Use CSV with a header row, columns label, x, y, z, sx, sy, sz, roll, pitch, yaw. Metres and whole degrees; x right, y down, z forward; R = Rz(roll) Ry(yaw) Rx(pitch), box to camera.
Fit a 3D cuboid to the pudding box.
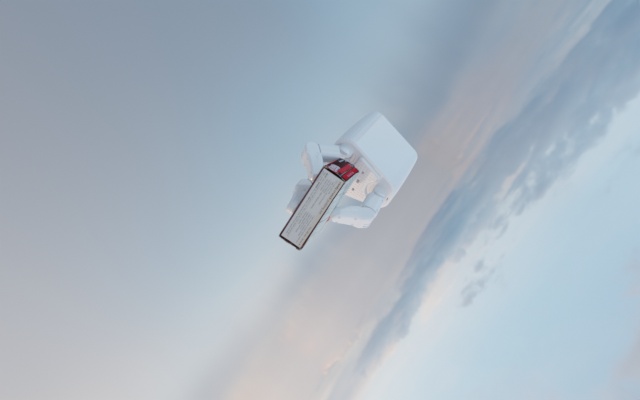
label,x,y,z,sx,sy,sz,roll,pitch,yaw
pudding box,0.000,0.002,0.624,0.039,0.113,0.090,34,18,8
